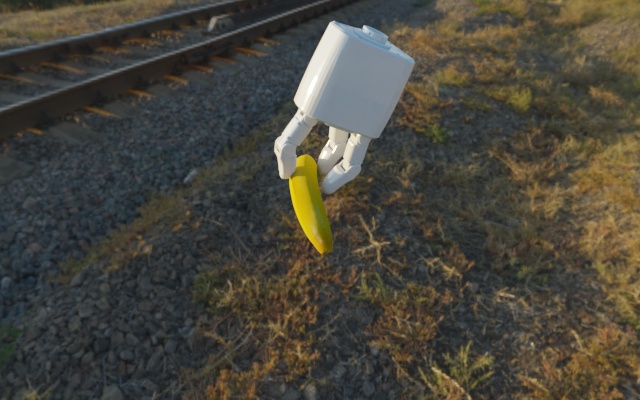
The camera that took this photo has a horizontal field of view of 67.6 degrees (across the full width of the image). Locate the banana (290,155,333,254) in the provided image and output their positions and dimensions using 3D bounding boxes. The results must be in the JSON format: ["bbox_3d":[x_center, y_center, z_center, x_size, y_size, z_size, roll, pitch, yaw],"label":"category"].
[{"bbox_3d":[-0.013,-0.011,0.638,0.037,0.070,0.197,-38,28,20],"label":"banana"}]
